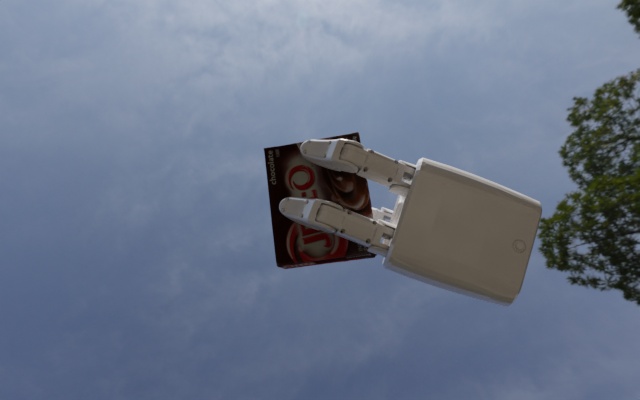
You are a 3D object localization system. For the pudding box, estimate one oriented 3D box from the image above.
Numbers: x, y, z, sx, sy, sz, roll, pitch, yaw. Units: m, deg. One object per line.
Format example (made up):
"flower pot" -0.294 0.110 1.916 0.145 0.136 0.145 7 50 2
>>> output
"pudding box" 0.000 0.001 0.438 0.090 0.113 0.039 -9 -15 4
